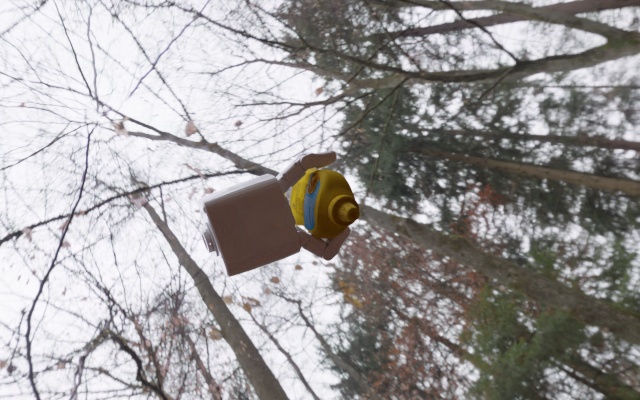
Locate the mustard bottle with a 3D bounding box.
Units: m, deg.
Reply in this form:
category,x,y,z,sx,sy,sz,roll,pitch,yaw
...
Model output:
category,x,y,z,sx,sy,sz,roll,pitch,yaw
mustard bottle,0.000,0.002,0.679,0.058,0.096,0.191,6,6,-26
